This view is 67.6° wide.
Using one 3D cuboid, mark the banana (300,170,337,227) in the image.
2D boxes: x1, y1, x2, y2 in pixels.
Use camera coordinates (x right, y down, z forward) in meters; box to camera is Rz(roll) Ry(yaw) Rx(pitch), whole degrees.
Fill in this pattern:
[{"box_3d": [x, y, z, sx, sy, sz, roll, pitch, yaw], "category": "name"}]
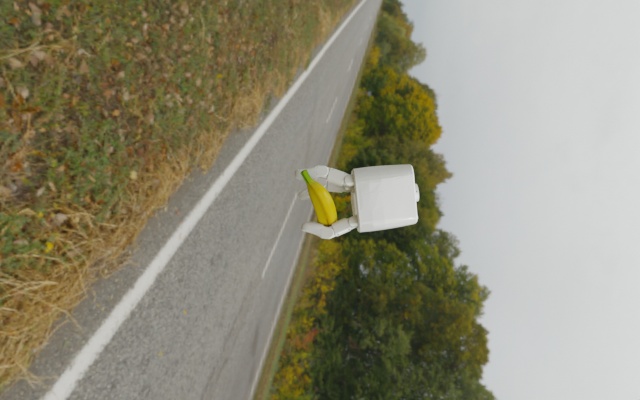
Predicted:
[{"box_3d": [0.006, 0.016, 0.869, 0.037, 0.069, 0.198, -22, -29, -3], "category": "banana"}]
